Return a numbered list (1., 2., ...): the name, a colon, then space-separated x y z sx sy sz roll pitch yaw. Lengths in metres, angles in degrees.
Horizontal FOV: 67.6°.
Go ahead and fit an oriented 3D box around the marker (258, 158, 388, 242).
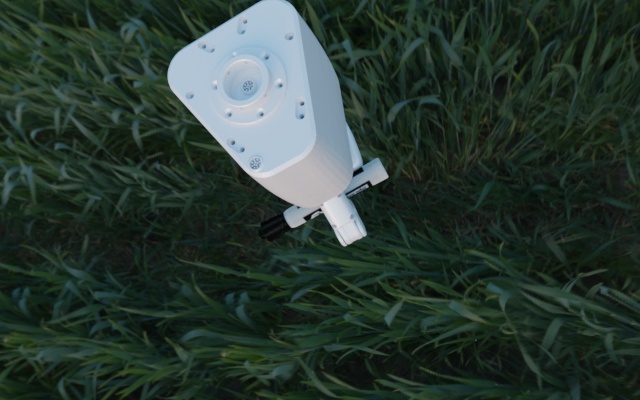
1. marker: 0.000 0.001 0.405 0.121 0.020 0.020 -29 -4 8
